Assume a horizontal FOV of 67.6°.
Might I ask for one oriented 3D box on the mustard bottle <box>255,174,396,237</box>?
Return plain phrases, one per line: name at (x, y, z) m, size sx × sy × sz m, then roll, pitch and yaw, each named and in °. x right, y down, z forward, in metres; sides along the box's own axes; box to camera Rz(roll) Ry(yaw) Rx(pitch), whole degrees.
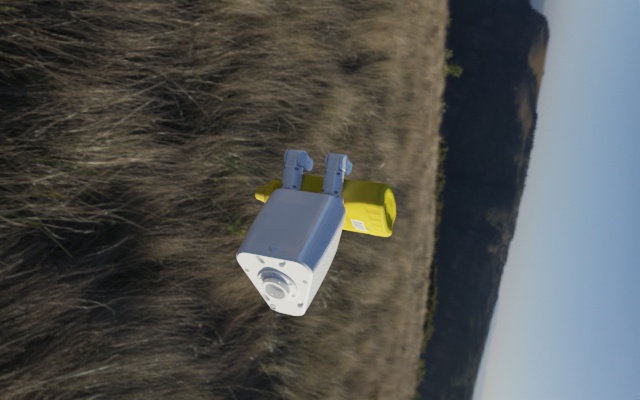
mustard bottle at (0.000, 0.002, 0.638) m, size 0.191 × 0.058 × 0.096 m, roll 8°, pitch -22°, yaw 20°
